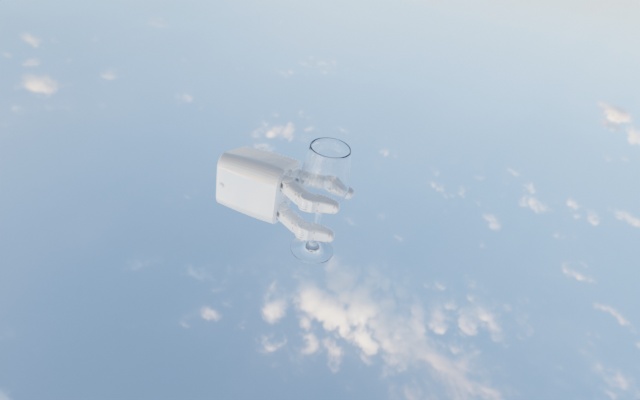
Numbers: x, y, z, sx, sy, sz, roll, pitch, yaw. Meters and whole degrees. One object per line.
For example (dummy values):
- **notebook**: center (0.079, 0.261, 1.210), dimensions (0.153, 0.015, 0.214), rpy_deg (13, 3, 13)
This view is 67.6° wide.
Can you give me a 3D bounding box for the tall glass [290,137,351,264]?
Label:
- **tall glass**: center (0.000, 0.003, 0.757), dimensions (0.079, 0.201, 0.079), rpy_deg (7, 35, -5)
